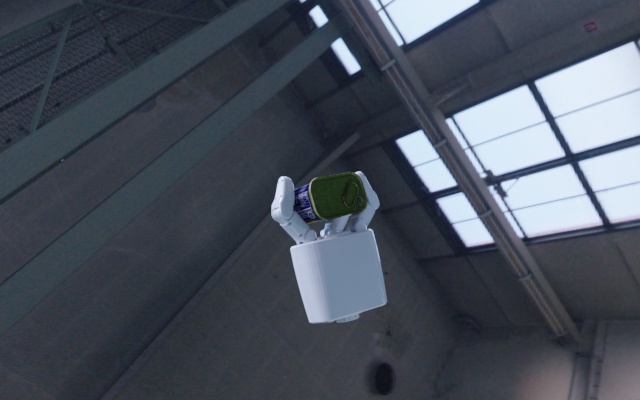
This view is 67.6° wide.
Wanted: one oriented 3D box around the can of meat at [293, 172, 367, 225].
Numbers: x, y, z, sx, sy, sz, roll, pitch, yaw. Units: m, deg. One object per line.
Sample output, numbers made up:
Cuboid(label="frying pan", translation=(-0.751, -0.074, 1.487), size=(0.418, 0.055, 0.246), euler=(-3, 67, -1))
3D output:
Cuboid(label="can of meat", translation=(0.000, 0.002, 0.669), size=(0.102, 0.057, 0.084), euler=(-13, -5, -43))
